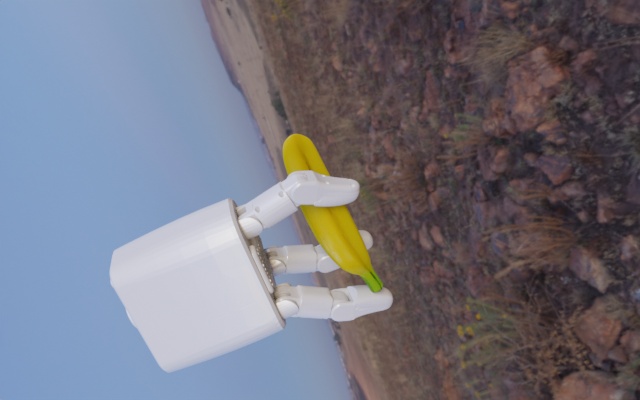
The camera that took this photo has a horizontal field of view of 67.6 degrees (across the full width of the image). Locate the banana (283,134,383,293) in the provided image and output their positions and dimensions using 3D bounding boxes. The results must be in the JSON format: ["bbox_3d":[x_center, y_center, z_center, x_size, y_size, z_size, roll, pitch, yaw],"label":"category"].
[{"bbox_3d":[-0.003,-0.006,0.442,0.037,0.197,0.070,-25,-34,-1],"label":"banana"}]
